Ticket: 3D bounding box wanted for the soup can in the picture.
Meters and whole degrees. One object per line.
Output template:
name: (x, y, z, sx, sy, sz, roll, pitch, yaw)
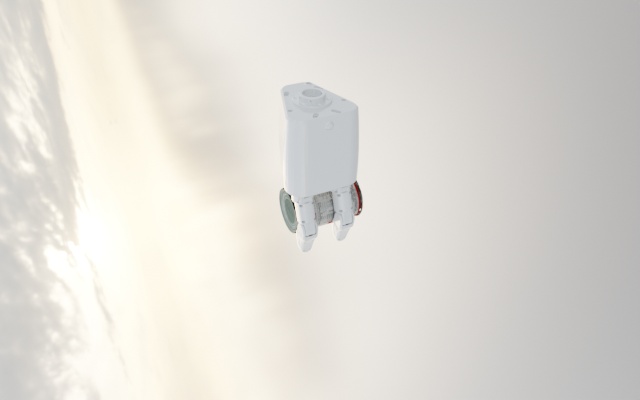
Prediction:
soup can: (0.000, 0.003, 0.679, 0.102, 0.068, 0.068, -16, 5, -21)
